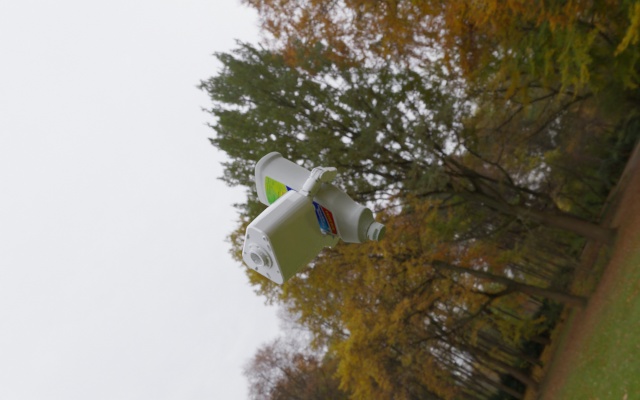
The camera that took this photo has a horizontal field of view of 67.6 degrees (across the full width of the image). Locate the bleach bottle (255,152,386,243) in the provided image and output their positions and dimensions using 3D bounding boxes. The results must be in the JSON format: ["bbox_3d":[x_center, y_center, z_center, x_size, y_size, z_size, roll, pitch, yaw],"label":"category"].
[{"bbox_3d":[0.000,0.003,0.836,0.250,0.103,0.068,25,45,28],"label":"bleach bottle"}]
